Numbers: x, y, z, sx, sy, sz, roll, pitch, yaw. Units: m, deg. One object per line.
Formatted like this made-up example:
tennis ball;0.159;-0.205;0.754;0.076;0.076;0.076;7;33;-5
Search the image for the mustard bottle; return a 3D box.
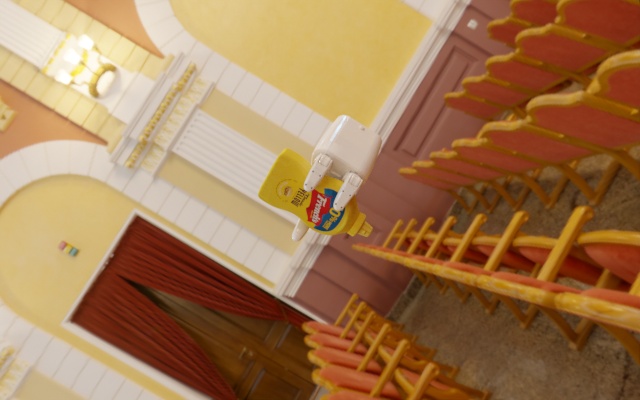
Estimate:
mustard bottle;0.000;0.003;0.778;0.191;0.096;0.058;31;27;-3
